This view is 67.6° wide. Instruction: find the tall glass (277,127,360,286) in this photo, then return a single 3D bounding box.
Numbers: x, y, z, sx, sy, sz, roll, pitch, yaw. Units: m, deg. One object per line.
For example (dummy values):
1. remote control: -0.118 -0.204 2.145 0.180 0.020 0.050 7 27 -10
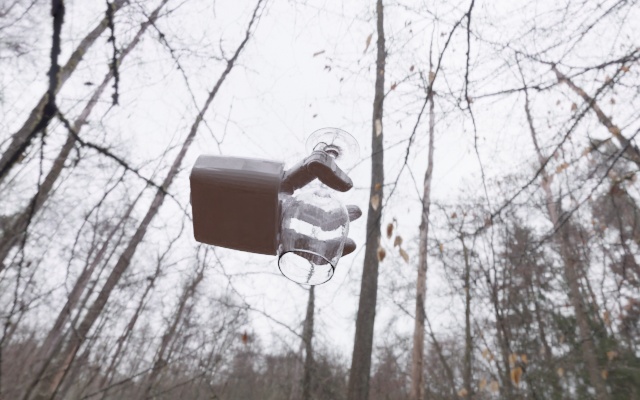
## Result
1. tall glass: 0.000 0.001 0.572 0.079 0.200 0.079 6 -44 6
